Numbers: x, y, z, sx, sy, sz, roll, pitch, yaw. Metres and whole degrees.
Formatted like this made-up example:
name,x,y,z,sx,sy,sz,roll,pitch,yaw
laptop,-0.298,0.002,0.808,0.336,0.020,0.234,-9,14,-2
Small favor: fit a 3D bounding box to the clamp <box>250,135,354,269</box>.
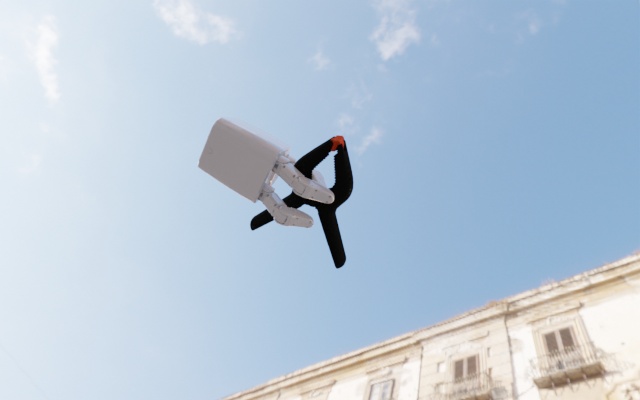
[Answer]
name,x,y,z,sx,sy,sz,roll,pitch,yaw
clamp,0.000,0.001,0.725,0.164,0.210,0.036,29,28,-1
